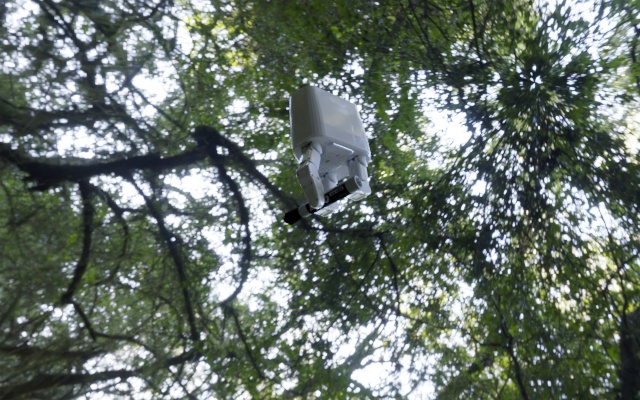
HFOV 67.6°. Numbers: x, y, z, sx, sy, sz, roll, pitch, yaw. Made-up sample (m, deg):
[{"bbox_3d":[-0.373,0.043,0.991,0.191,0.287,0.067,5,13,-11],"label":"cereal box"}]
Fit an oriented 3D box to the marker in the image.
[{"bbox_3d":[0.000,0.002,0.621,0.121,0.020,0.020,-28,-14,27],"label":"marker"}]
